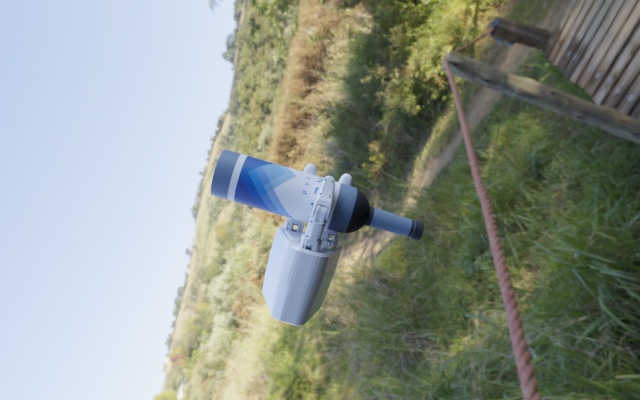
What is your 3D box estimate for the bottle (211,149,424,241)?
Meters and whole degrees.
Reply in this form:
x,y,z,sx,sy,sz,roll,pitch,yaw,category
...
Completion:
x,y,z,sx,sy,sz,roll,pitch,yaw,category
0.000,0.002,0.665,0.296,0.069,0.069,16,-1,-3,bottle
